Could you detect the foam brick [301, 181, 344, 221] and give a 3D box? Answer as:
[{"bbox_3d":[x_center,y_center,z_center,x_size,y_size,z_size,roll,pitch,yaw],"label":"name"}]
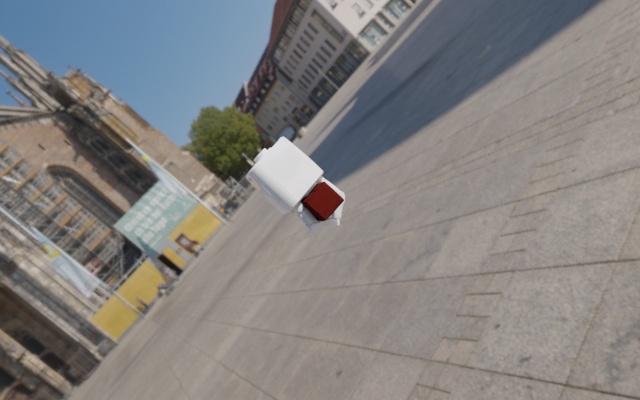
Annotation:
[{"bbox_3d":[0.000,0.003,0.887,0.051,0.053,0.078,44,-12,-7],"label":"foam brick"}]
